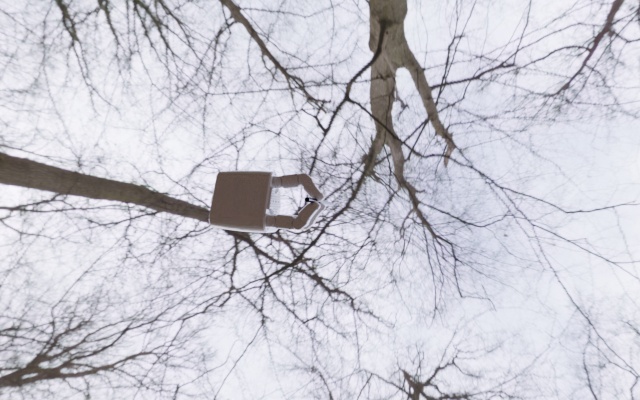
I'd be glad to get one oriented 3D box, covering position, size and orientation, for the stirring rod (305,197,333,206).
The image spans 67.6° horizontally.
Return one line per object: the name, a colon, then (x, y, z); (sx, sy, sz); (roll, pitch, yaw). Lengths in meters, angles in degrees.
stirring rod: (0.000, 0.003, 0.892); (0.011, 0.011, 0.239); (0, -2, 11)
